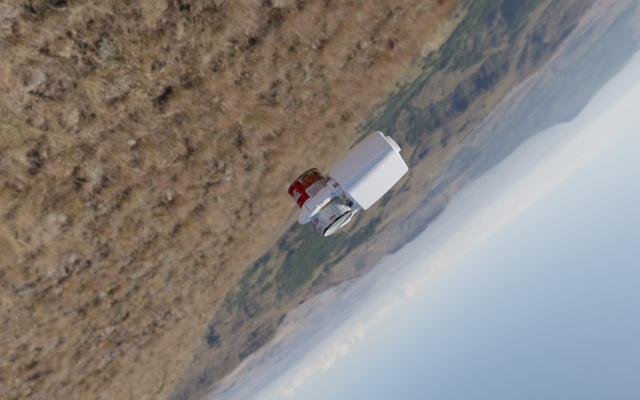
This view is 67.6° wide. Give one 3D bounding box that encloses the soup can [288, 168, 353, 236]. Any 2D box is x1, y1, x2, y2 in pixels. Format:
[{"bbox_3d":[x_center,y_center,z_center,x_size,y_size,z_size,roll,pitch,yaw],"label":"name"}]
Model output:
[{"bbox_3d":[0.000,0.003,0.832,0.068,0.102,0.068,-37,-14,-11],"label":"soup can"}]
